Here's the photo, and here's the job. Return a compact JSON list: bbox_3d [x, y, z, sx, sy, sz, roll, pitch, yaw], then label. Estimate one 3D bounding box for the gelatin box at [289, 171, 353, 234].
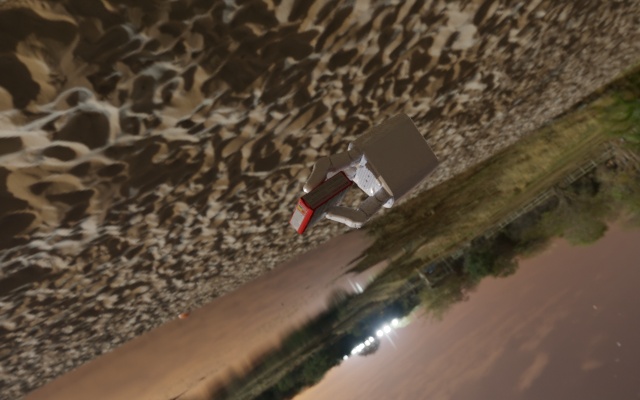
[{"bbox_3d":[0.000,0.003,0.712,0.089,0.030,0.073,-35,-15,-32],"label":"gelatin box"}]
